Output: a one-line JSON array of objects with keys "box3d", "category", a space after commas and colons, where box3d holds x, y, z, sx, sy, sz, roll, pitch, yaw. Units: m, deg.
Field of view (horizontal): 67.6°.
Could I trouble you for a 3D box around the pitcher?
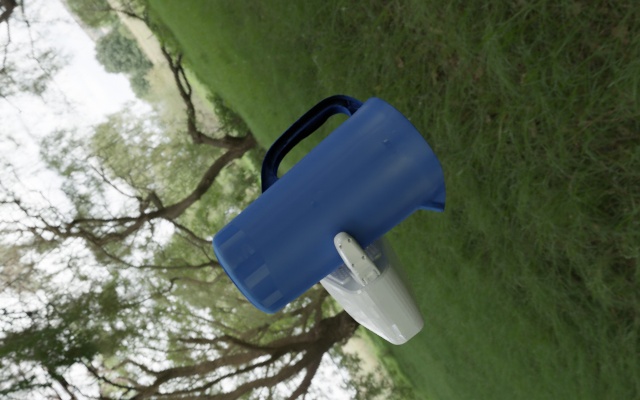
[{"box3d": [0.000, 0.002, 0.529, 0.243, 0.145, 0.149, -38, 27, -4], "category": "pitcher"}]
